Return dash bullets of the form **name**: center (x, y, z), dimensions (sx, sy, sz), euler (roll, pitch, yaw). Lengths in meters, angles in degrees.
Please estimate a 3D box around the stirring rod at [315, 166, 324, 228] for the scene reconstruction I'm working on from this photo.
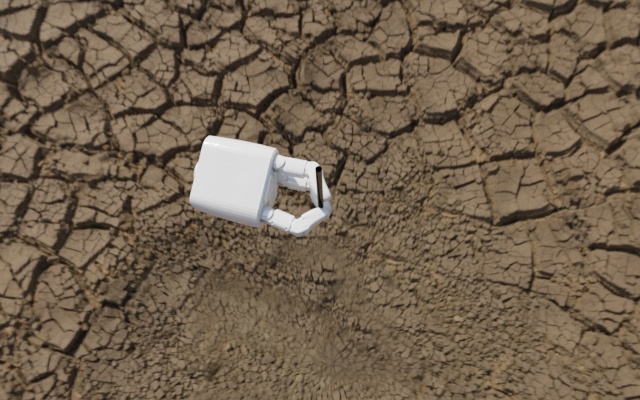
- **stirring rod**: center (0.000, 0.002, 0.668), dimensions (0.011, 0.011, 0.240), euler (0, -19, 1)
